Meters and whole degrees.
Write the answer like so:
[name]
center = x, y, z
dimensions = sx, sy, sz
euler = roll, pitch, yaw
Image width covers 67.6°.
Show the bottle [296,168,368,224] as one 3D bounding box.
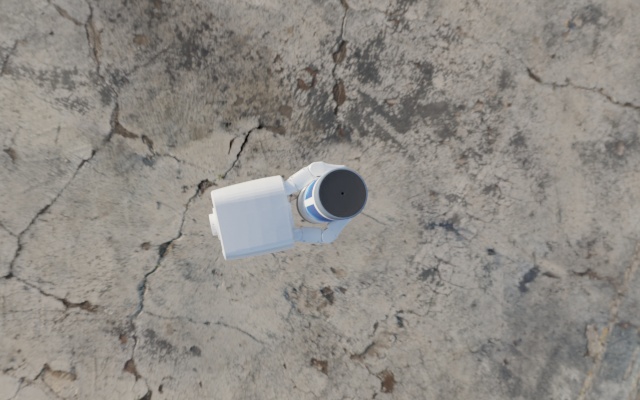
[bottle]
center = 0.000, 0.002, 0.748
dimensions = 0.069, 0.069, 0.296
euler = 0, -4, -11
